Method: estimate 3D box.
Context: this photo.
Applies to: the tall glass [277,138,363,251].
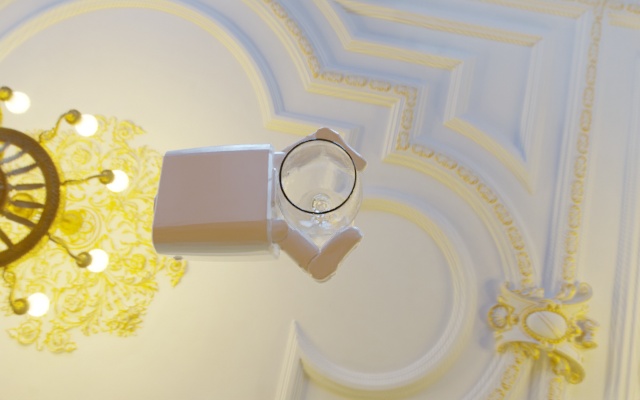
[{"bbox_3d":[0.000,0.002,0.471,0.079,0.079,0.201,0,-12,1],"label":"tall glass"}]
